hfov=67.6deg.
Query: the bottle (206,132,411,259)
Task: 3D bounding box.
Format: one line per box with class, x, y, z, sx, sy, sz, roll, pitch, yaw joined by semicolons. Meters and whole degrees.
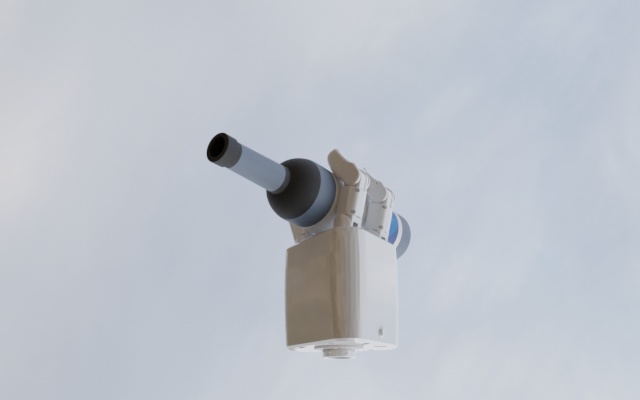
bottle;0.000;0.002;0.511;0.069;0.069;0.296;0;-19;39
